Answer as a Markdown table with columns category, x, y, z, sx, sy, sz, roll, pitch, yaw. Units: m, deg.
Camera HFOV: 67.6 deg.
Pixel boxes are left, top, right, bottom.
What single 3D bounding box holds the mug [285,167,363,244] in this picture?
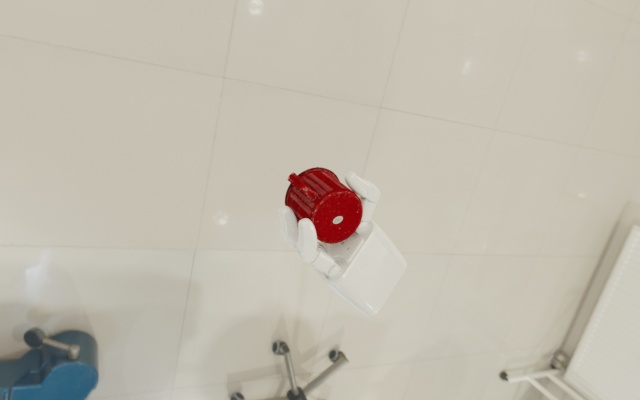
| category | x | y | z | sx | sy | sz | roll | pitch | yaw |
| --- | --- | --- | --- | --- | --- | --- | --- | --- | --- |
| mug | -0.001 | 0.001 | 0.666 | 0.117 | 0.093 | 0.081 | 45 | -3 | -34 |
